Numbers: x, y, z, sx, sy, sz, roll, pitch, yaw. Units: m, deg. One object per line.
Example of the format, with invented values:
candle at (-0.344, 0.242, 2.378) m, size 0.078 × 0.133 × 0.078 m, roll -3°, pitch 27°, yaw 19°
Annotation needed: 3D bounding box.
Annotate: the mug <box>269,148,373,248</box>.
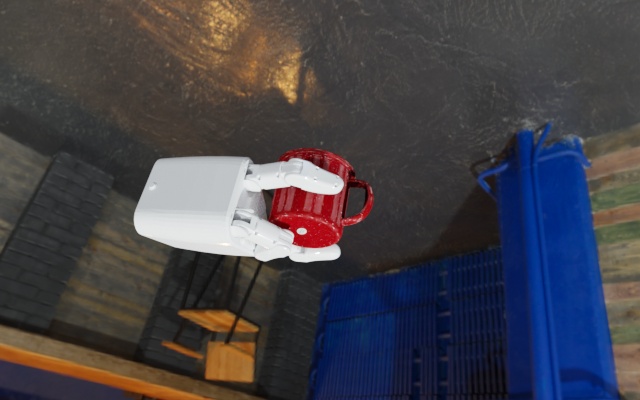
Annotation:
mug at (0.001, 0.002, 0.531) m, size 0.117 × 0.081 × 0.093 m, roll 2°, pitch -31°, yaw 14°
